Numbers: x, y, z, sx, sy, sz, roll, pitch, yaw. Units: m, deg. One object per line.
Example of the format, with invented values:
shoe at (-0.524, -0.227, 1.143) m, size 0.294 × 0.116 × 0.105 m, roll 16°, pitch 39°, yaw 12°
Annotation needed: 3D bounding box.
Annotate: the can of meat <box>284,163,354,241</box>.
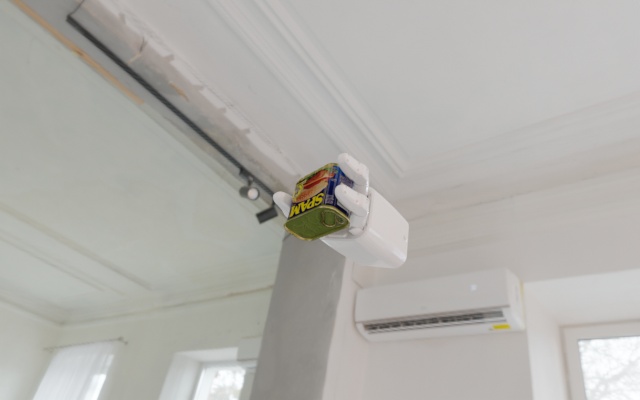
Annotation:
can of meat at (0.000, 0.002, 0.708) m, size 0.057 × 0.084 × 0.102 m, roll 36°, pitch -42°, yaw -31°
